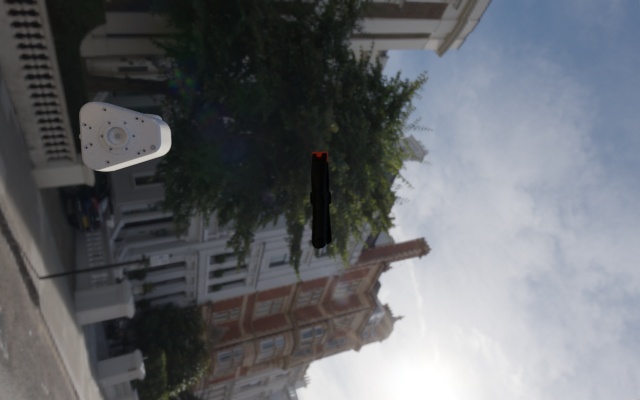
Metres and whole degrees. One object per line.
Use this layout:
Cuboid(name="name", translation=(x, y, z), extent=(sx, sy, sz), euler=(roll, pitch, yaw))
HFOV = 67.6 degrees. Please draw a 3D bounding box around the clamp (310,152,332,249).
Cuboid(name="clamp", translation=(0.001, 0.002, 0.819), extent=(0.039, 0.171, 0.120), euler=(-5, 7, 1))
